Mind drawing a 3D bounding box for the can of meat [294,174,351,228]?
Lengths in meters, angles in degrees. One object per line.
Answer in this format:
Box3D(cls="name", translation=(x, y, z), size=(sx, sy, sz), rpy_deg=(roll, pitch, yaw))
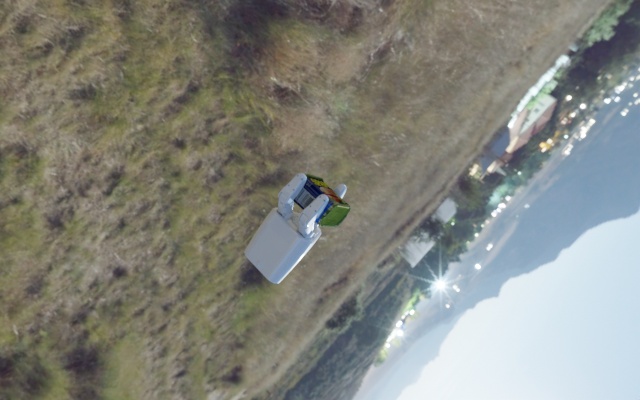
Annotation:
Box3D(cls="can of meat", translation=(0.000, 0.003, 0.865), size=(0.084, 0.057, 0.102), rpy_deg=(43, 13, 20))
